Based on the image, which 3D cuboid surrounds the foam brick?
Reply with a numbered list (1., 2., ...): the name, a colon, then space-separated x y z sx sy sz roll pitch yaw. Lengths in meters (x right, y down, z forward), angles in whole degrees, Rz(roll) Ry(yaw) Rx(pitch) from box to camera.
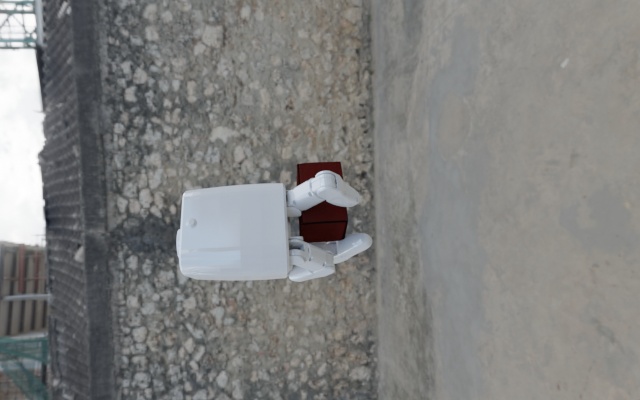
1. foam brick: 0.000 0.002 0.538 0.051 0.078 0.053 -3 -29 -4
